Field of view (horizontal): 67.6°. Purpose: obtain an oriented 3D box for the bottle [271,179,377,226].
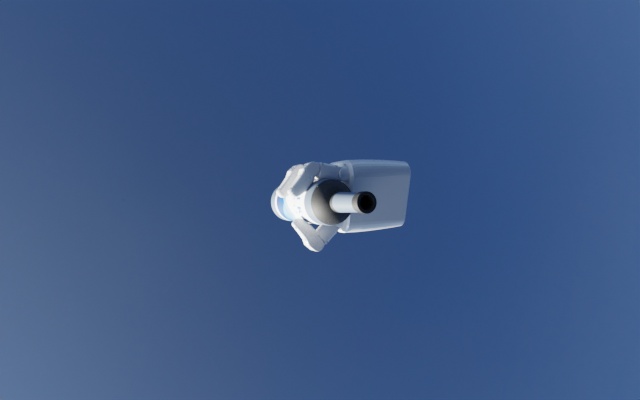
[{"bbox_3d":[0.000,0.002,0.711,0.069,0.069,0.295,0,0,-22],"label":"bottle"}]
